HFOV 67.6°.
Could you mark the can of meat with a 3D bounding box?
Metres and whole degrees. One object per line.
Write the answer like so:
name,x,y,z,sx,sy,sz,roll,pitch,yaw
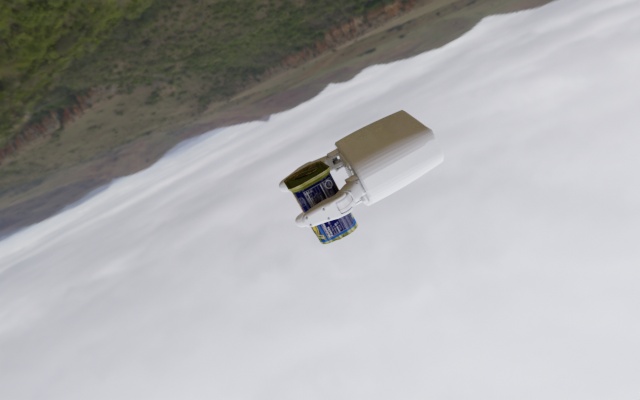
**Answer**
can of meat,0.000,0.002,0.611,0.057,0.084,0.102,-29,13,-3
